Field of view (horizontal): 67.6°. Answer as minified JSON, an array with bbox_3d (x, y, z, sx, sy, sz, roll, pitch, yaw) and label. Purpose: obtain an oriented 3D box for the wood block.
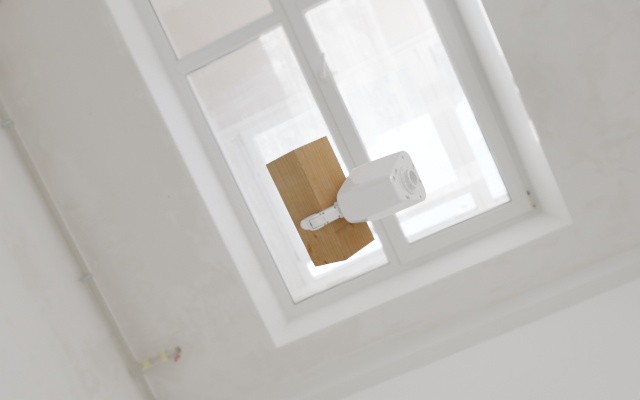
[{"bbox_3d":[0.000,0.003,0.851,0.091,0.206,0.090,-29,6,-41],"label":"wood block"}]
